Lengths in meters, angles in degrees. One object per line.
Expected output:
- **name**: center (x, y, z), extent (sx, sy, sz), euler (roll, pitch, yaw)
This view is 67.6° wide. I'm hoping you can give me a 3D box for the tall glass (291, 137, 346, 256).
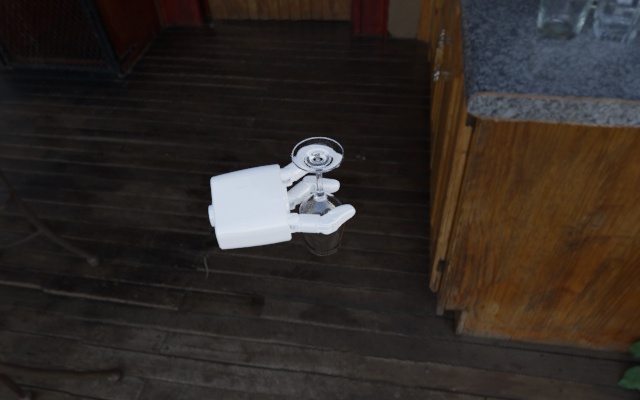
- **tall glass**: center (0.000, 0.002, 0.745), extent (0.079, 0.079, 0.201), euler (0, -43, 4)
